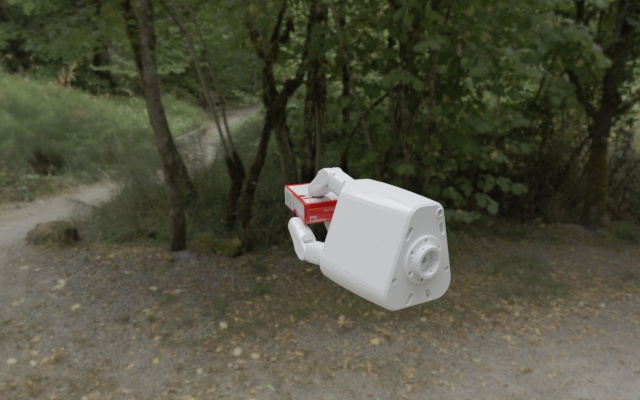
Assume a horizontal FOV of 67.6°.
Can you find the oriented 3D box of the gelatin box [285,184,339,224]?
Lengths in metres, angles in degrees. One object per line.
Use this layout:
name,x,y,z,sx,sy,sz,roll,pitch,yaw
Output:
gelatin box,0.000,0.002,0.627,0.073,0.030,0.089,-6,19,-20
